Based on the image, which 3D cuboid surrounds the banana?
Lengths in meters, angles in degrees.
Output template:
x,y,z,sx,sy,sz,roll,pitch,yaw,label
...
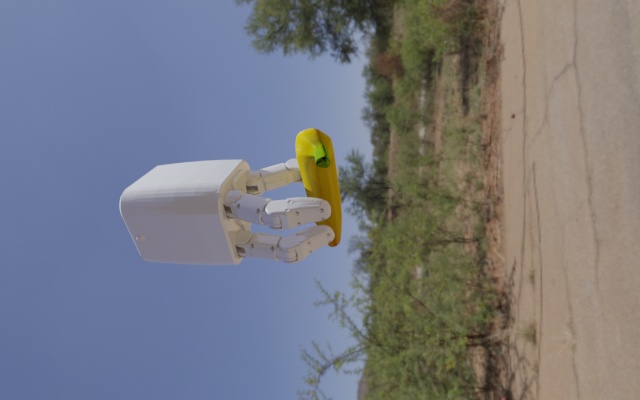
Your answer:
x,y,z,sx,sy,sz,roll,pitch,yaw,label
-0.001,-0.017,0.486,0.037,0.069,0.198,-4,-26,5,banana
